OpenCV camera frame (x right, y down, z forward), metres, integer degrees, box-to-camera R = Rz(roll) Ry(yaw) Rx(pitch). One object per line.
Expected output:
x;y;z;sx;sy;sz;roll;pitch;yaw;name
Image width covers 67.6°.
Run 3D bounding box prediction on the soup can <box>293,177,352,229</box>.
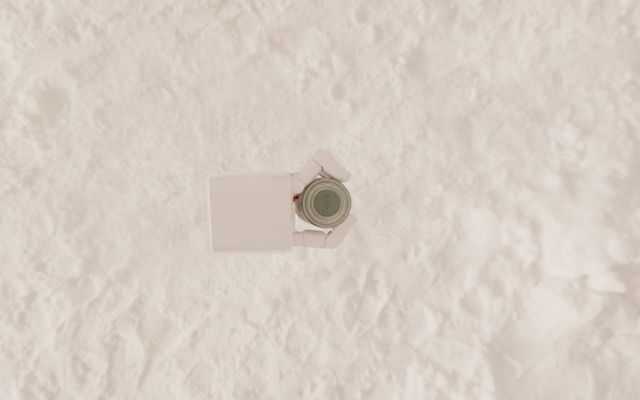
0.001;0.002;0.661;0.068;0.068;0.102;0;1;-9;soup can
